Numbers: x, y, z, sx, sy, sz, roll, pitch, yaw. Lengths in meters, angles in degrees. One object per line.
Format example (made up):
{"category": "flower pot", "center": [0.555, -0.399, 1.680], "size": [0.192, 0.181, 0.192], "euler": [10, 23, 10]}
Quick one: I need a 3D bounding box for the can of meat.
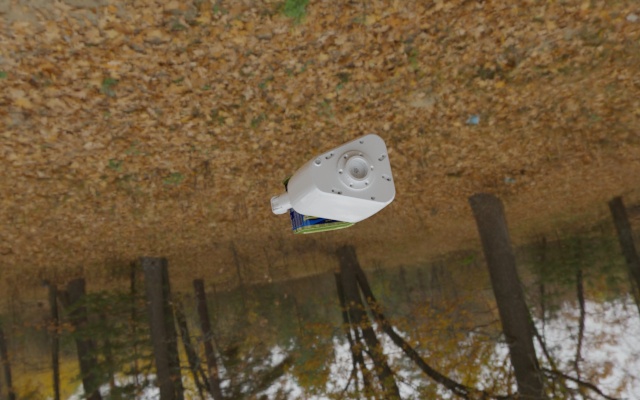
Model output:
{"category": "can of meat", "center": [0.000, 0.003, 0.724], "size": [0.102, 0.084, 0.057], "euler": [-7, -10, -22]}
